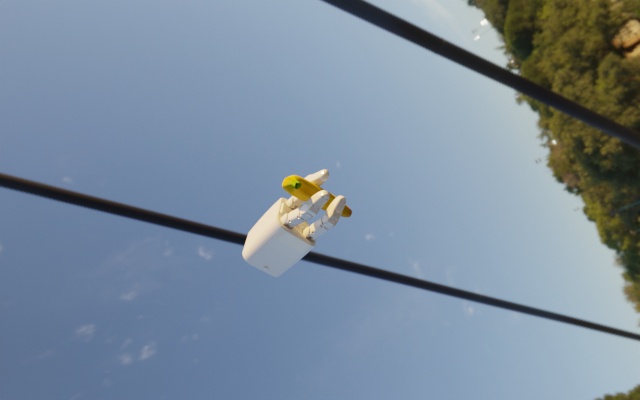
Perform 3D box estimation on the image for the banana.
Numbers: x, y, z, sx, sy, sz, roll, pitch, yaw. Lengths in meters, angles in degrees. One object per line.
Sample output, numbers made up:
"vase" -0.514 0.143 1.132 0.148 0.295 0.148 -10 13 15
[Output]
"banana" -0.013 -0.008 0.876 0.069 0.037 0.198 41 10 35
